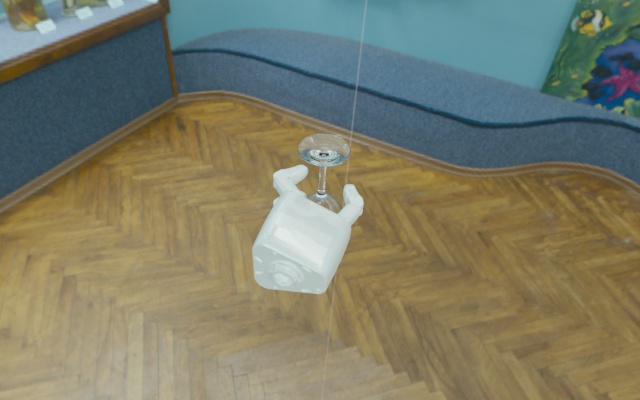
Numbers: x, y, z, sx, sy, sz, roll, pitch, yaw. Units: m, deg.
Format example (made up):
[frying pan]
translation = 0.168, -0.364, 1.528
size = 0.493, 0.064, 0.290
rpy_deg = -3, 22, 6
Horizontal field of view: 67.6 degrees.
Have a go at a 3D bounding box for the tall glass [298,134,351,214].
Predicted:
[tall glass]
translation = 0.000, 0.002, 0.731
size = 0.079, 0.201, 0.079
rpy_deg = 2, 42, -2
